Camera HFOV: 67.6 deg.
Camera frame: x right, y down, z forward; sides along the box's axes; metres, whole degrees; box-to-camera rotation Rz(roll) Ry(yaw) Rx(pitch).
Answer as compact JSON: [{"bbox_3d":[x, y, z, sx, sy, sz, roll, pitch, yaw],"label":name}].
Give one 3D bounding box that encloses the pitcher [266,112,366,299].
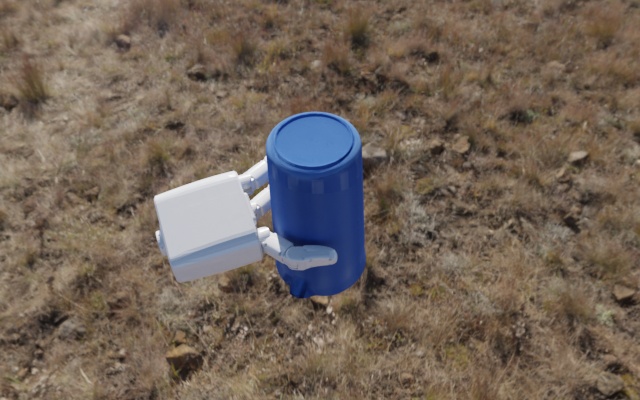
[{"bbox_3d":[0.000,0.002,0.623,0.145,0.149,0.243,-16,-39,-11],"label":"pitcher"}]
